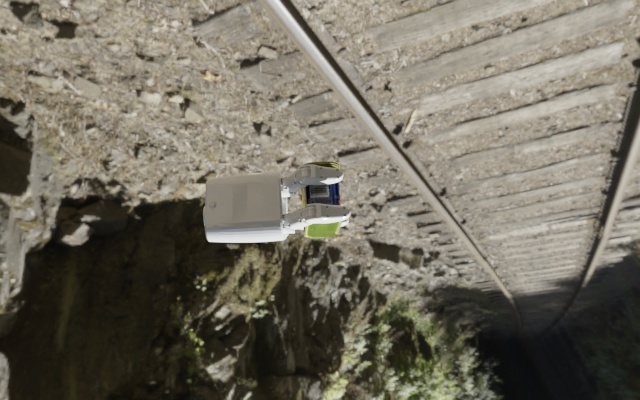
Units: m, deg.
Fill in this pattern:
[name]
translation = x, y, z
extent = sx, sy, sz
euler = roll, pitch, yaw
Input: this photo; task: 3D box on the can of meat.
[can of meat]
translation = 0.000, 0.003, 0.697
extent = 0.057, 0.084, 0.102
euler = -2, -21, -4
